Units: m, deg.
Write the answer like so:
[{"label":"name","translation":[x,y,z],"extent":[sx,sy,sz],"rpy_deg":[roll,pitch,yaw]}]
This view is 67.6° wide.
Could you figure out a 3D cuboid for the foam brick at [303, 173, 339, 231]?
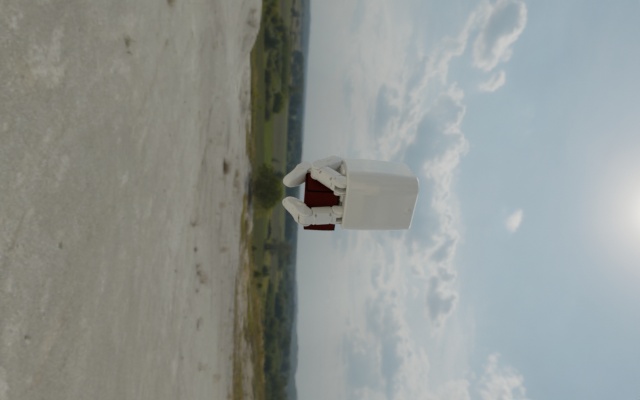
[{"label":"foam brick","translation":[0.000,0.003,0.750],"extent":[0.051,0.078,0.053],"rpy_deg":[3,37,-4]}]
